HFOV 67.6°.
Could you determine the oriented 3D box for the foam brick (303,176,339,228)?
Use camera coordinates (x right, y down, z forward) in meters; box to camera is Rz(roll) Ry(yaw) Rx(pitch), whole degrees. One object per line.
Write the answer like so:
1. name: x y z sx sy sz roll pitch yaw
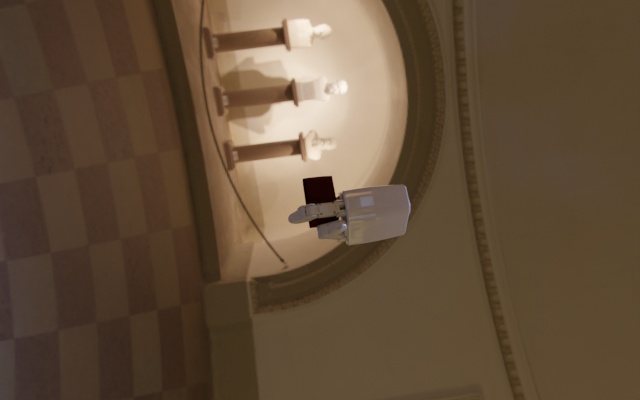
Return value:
1. foam brick: 0.000 0.002 0.826 0.051 0.078 0.053 -9 -16 -3
